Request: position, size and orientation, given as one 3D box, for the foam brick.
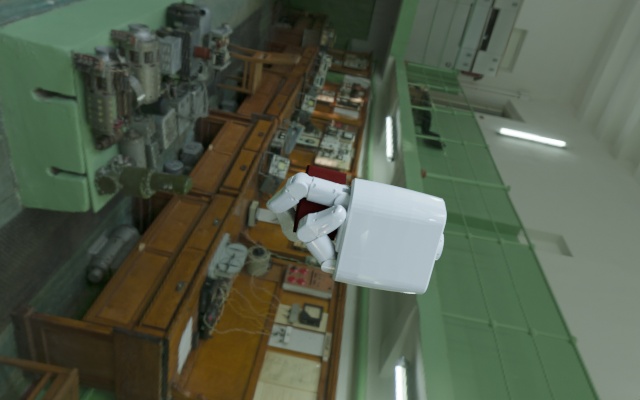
[{"bbox_3d":[0.000,0.002,0.576,0.051,0.053,0.078,11,34,0],"label":"foam brick"}]
